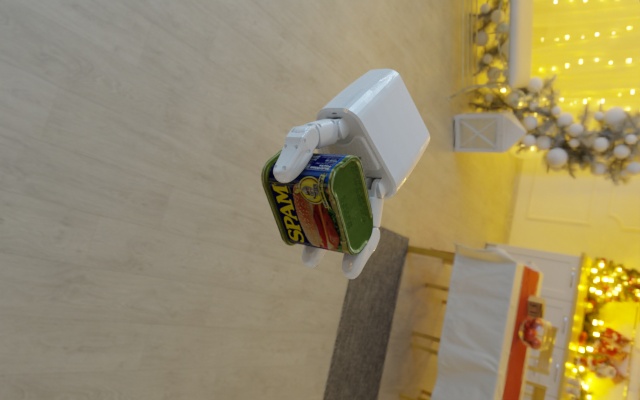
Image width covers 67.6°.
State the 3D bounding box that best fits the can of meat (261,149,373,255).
[{"bbox_3d":[0.000,0.002,0.473,0.084,0.102,0.057,7,37,36],"label":"can of meat"}]
